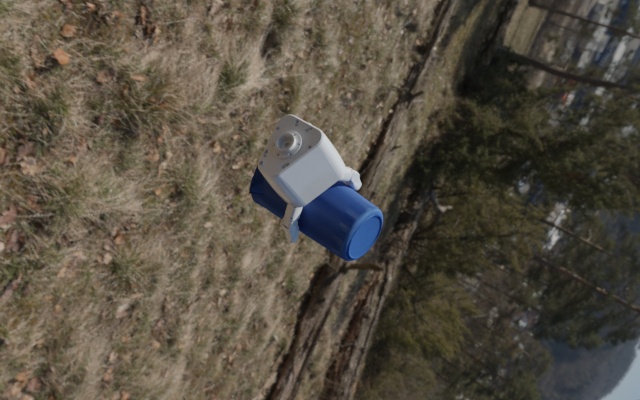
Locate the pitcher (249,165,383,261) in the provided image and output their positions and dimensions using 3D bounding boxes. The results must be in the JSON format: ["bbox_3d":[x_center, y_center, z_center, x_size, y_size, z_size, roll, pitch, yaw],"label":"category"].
[{"bbox_3d":[0.000,0.003,0.890,0.242,0.149,0.145,34,-12,31],"label":"pitcher"}]
